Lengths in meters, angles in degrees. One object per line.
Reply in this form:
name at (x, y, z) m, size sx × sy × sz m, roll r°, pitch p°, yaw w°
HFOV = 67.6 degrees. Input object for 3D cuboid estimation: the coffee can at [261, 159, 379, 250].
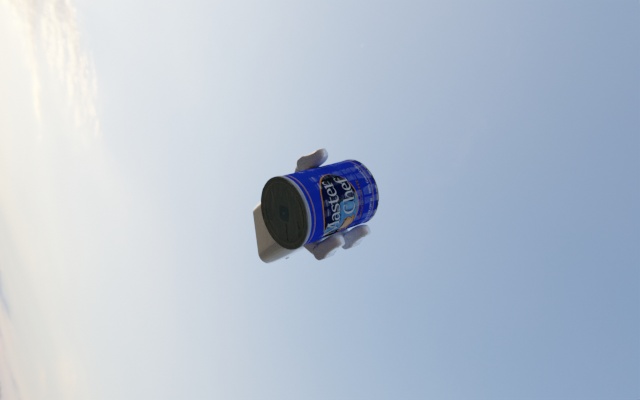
coffee can at (0.000, 0.002, 0.689) m, size 0.140 × 0.103 × 0.103 m, roll -17°, pitch 11°, yaw -40°
